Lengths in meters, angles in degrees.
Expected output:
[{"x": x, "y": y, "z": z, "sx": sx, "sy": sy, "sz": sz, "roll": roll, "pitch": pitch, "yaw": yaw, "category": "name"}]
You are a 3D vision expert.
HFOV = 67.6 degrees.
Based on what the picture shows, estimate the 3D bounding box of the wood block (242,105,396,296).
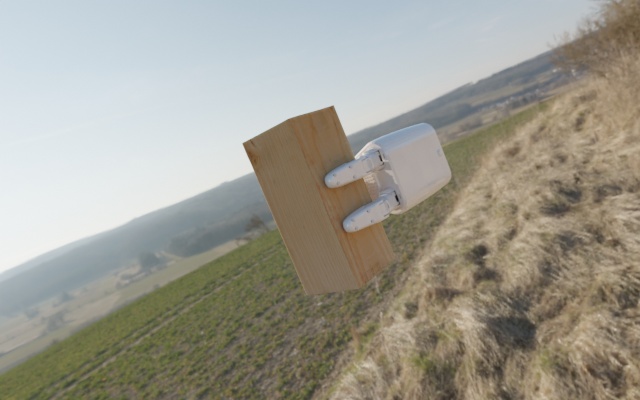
[{"x": 0.000, "y": 0.002, "z": 0.589, "sx": 0.091, "sy": 0.206, "sz": 0.090, "roll": -18, "pitch": 7, "yaw": 43, "category": "wood block"}]
